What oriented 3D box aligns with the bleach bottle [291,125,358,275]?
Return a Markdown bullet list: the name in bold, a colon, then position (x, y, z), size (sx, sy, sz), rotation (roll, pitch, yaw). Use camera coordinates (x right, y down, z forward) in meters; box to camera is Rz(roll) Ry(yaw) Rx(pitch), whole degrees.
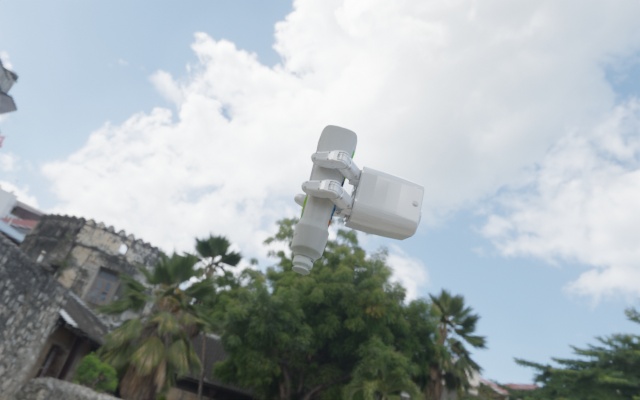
- **bleach bottle**: position (0.000, 0.002, 0.783), size (0.068, 0.250, 0.103), rotation (16, -27, 0)
